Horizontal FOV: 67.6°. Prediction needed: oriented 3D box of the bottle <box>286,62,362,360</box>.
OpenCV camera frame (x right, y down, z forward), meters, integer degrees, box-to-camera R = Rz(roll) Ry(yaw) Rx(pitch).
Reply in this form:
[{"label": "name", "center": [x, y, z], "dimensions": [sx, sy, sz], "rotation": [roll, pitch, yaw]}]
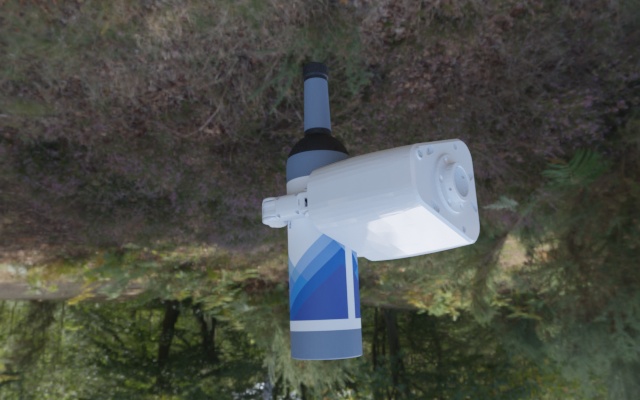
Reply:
[{"label": "bottle", "center": [0.000, 0.002, 0.477], "dimensions": [0.069, 0.295, 0.069], "rotation": [-2, -13, -1]}]
